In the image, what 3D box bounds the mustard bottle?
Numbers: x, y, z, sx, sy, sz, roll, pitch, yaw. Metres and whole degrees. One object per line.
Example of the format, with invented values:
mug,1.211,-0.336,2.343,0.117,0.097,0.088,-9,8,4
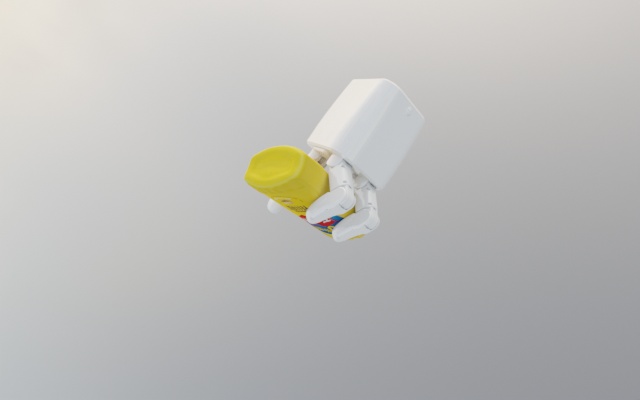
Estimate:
mustard bottle,0.000,0.002,0.606,0.096,0.058,0.192,-1,-27,41
